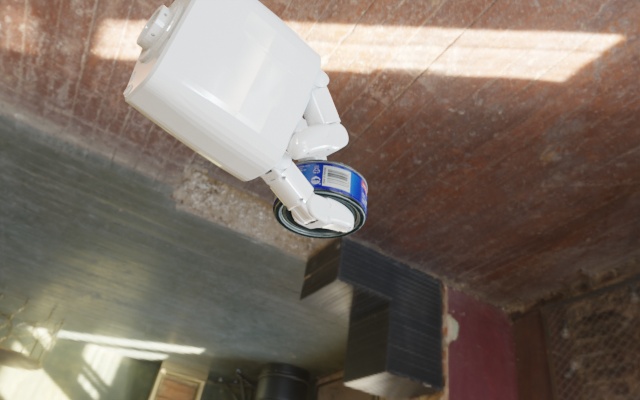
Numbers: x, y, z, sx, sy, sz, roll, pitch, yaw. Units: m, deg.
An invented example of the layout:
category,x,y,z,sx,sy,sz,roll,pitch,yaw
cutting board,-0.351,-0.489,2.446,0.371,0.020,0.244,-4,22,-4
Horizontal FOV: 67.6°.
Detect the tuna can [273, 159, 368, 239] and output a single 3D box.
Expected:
category,x,y,z,sx,sy,sz,roll,pitch,yaw
tuna can,0.000,0.002,0.437,0.086,0.033,0.086,3,-32,2
